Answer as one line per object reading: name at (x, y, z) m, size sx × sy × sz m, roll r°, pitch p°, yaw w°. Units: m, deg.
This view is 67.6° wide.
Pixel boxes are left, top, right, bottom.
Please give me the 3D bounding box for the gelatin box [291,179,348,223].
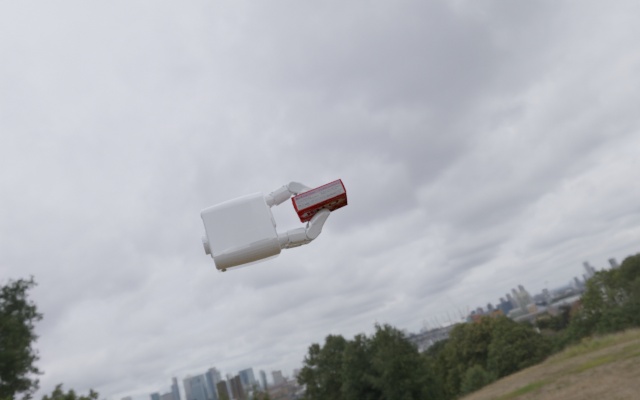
gelatin box at (0.000, 0.002, 0.797) m, size 0.089 × 0.030 × 0.073 m, roll -22°, pitch -18°, yaw -2°
